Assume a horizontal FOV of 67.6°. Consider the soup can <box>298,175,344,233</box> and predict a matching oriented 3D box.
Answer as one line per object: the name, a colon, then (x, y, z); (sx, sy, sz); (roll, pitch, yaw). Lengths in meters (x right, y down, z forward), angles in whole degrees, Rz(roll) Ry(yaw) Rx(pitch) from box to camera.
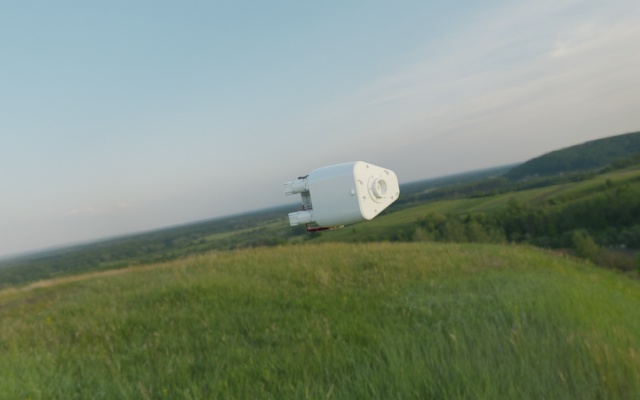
soup can: (0.000, 0.003, 0.859); (0.068, 0.102, 0.068); (-10, 0, 0)
